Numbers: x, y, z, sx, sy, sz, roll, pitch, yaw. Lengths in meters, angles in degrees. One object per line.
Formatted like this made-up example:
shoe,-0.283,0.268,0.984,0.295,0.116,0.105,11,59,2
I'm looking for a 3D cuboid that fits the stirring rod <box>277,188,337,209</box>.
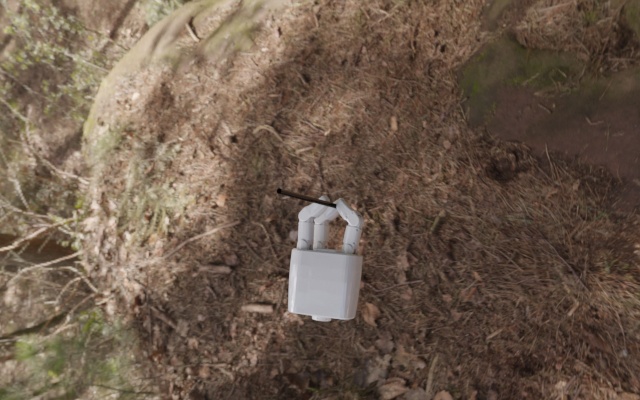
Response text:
stirring rod,0.000,0.003,0.763,0.011,0.011,0.239,0,-7,29
